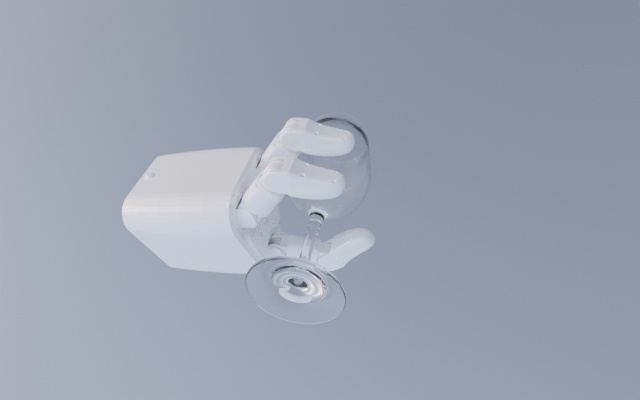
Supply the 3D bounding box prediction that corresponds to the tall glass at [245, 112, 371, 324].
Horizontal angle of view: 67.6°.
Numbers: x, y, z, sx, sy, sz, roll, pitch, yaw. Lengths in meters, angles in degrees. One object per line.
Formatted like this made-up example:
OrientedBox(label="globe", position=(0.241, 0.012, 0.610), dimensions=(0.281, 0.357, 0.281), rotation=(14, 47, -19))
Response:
OrientedBox(label="tall glass", position=(0.000, 0.002, 0.413), dimensions=(0.079, 0.079, 0.201), rotation=(0, 41, 15))
